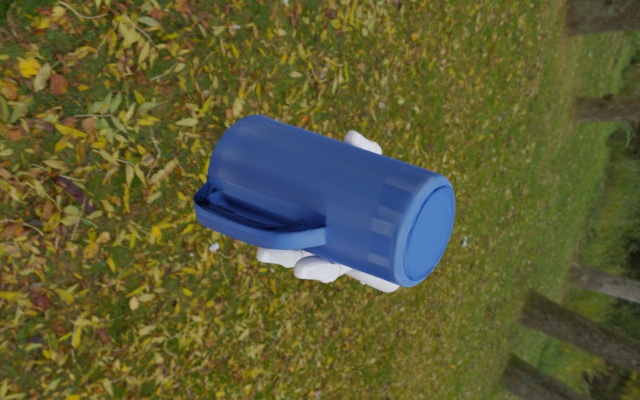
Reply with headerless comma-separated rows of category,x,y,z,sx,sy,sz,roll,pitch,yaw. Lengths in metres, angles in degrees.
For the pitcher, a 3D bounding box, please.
pitcher,0.000,0.002,0.489,0.243,0.149,0.145,20,-12,35
